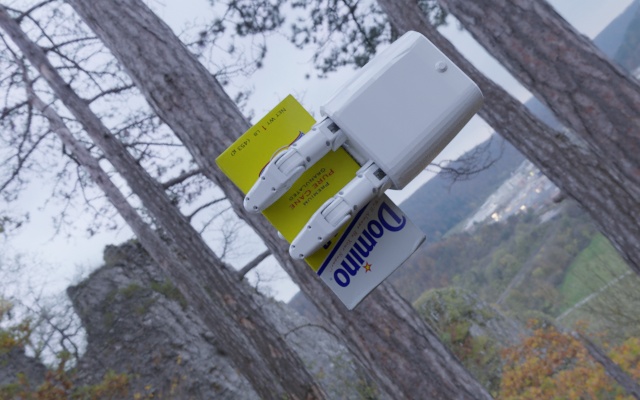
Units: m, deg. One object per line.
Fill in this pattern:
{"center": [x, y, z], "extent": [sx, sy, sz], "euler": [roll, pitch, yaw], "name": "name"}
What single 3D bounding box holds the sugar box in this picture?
{"center": [0.000, 0.001, 0.426], "extent": [0.093, 0.176, 0.048], "euler": [-43, -8, -4], "name": "sugar box"}
